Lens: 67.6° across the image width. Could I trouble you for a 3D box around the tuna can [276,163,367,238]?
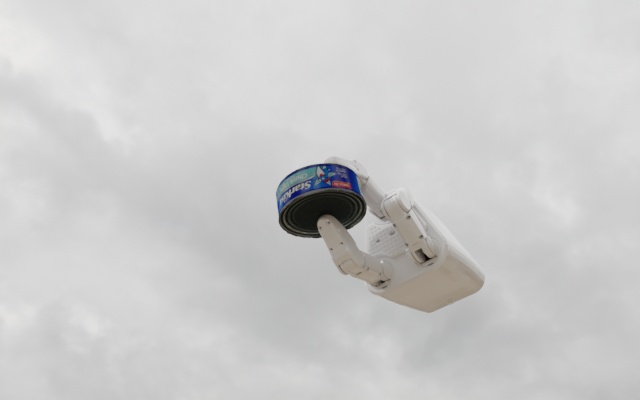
[{"bbox_3d":[0.000,0.001,0.464,0.086,0.033,0.086,-8,-32,-5],"label":"tuna can"}]
